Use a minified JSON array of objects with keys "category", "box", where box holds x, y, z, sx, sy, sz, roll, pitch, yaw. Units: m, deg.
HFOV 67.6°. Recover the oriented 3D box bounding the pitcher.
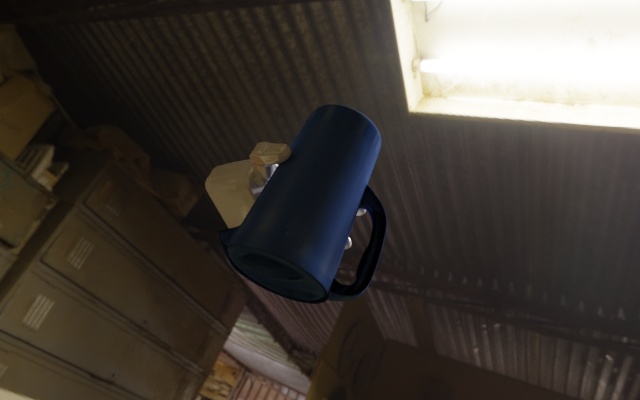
[{"category":"pitcher","box":[0.000,0.002,0.607,0.145,0.242,0.149,-3,-39,42]}]
